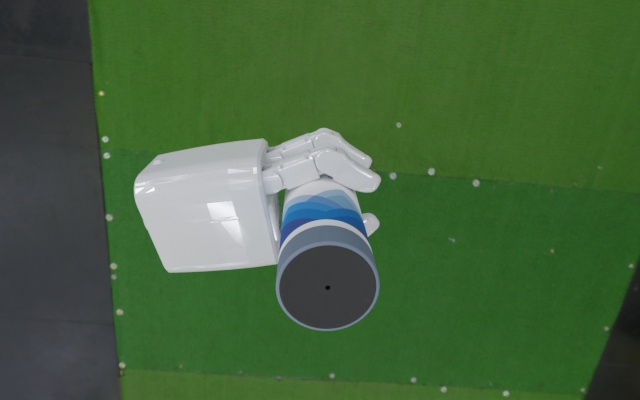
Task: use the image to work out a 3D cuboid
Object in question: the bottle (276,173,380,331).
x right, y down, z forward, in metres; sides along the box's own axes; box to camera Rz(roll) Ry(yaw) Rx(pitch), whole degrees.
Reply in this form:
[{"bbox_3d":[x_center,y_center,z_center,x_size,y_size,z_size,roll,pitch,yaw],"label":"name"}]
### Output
[{"bbox_3d":[0.000,0.002,0.439,0.069,0.069,0.295,0,22,-2],"label":"bottle"}]
